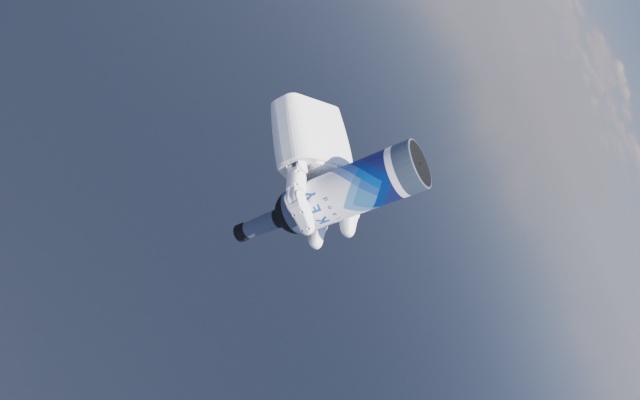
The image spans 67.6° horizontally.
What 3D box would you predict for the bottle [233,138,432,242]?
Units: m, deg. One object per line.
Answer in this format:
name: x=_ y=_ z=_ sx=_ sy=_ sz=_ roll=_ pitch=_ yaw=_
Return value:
bottle: x=0.000 y=0.002 z=0.649 sx=0.296 sy=0.069 sz=0.069 roll=-21 pitch=-10 yaw=27
